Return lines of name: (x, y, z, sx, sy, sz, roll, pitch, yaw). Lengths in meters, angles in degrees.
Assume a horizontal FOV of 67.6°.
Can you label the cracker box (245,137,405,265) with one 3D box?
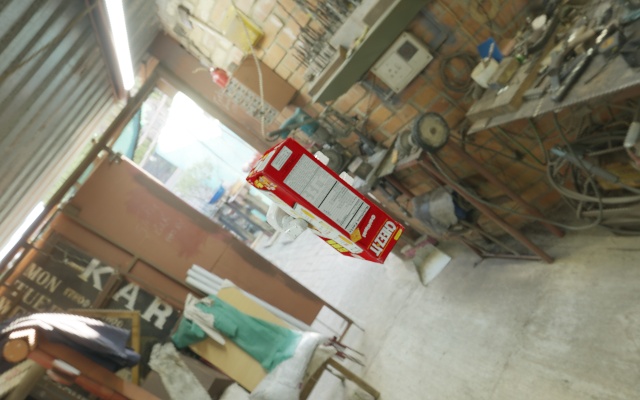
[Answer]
cracker box: (0.000, 0.002, 0.719, 0.214, 0.072, 0.164, 38, -11, -13)
